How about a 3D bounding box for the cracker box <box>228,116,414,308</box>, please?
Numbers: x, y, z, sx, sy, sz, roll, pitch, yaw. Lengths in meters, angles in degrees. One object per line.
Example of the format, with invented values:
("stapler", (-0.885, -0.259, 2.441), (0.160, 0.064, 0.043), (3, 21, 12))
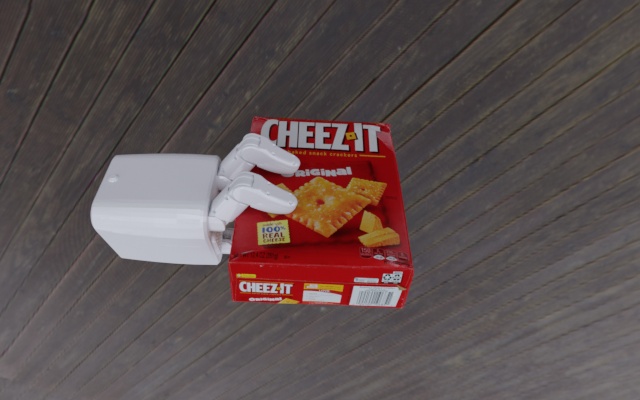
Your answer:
("cracker box", (0.000, 0.002, 0.499), (0.164, 0.213, 0.072), (3, -44, -3))
